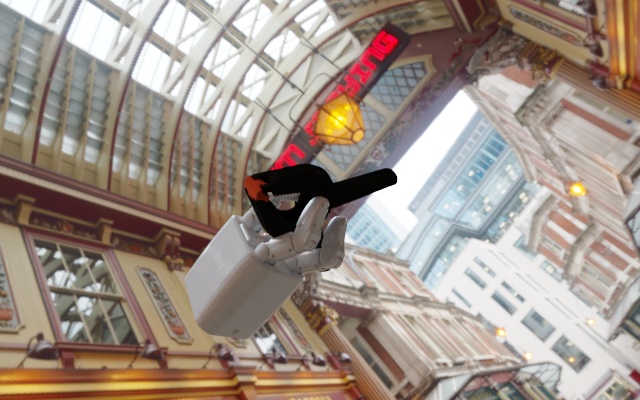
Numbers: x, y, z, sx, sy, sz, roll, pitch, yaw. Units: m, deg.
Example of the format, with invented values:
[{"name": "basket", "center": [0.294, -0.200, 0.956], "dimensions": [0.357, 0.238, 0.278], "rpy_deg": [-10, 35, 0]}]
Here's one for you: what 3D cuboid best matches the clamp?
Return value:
[{"name": "clamp", "center": [-0.001, 0.001, 0.553], "dimensions": [0.036, 0.164, 0.210], "rpy_deg": [45, 9, 37]}]
